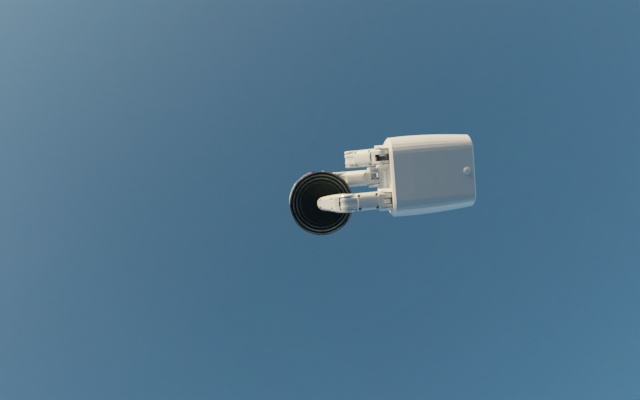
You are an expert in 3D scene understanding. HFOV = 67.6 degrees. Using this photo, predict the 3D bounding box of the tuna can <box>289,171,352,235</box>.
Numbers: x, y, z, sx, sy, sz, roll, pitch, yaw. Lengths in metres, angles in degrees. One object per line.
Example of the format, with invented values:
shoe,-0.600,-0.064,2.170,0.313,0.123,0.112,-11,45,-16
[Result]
tuna can,0.000,0.002,0.650,0.086,0.086,0.033,0,6,-7
